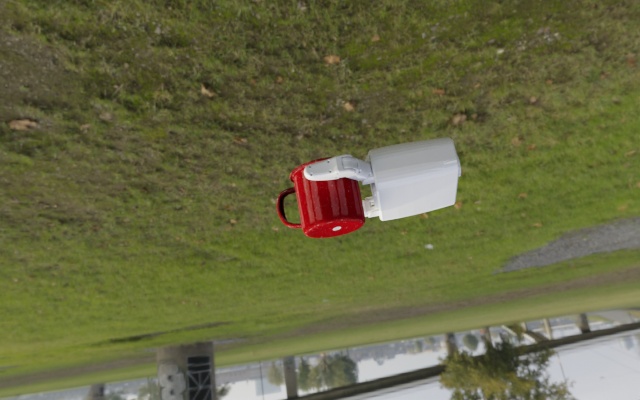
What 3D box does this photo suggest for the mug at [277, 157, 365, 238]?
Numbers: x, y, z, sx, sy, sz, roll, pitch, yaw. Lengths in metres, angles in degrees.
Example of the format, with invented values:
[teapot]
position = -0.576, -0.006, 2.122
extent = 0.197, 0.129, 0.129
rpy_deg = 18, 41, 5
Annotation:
[mug]
position = -0.001, 0.003, 0.620
extent = 0.117, 0.081, 0.093
rpy_deg = -12, -18, 6
